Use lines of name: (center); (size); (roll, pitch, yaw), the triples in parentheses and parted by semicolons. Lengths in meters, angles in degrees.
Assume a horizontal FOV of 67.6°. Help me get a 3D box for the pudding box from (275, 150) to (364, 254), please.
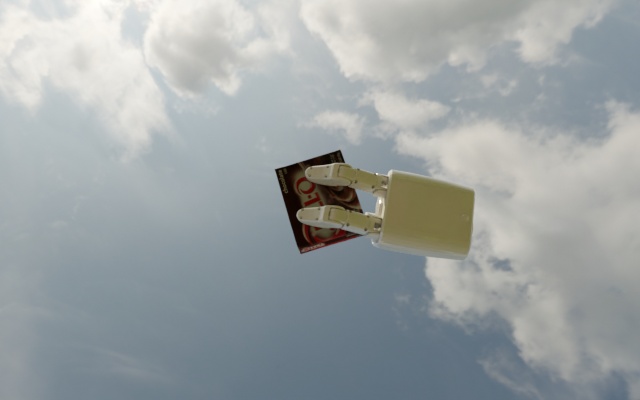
pudding box: (0.000, 0.002, 0.608); (0.090, 0.113, 0.039); (-17, -20, -4)
